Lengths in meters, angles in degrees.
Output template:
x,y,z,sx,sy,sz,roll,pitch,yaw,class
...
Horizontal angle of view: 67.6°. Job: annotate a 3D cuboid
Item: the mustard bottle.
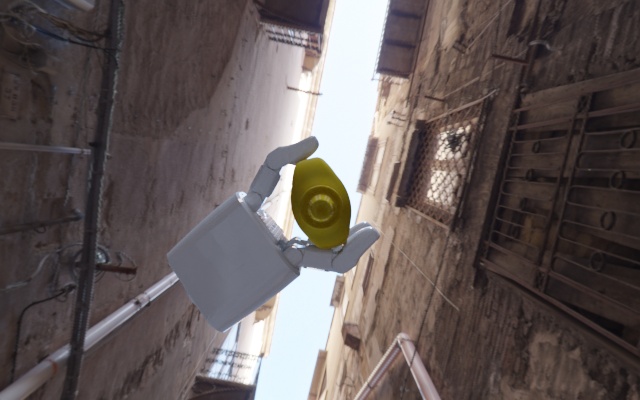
x,y,z,sx,sy,sz,roll,pitch,yaw,class
0.000,0.002,0.512,0.058,0.096,0.191,-15,4,1,mustard bottle
